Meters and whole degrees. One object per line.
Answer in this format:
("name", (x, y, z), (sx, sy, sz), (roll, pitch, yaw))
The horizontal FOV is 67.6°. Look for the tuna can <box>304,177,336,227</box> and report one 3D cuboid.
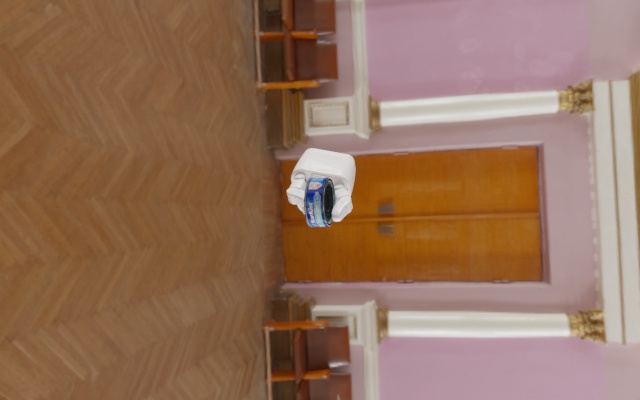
("tuna can", (0.001, 0.003, 0.813), (0.034, 0.086, 0.086), (0, 0, 16))
